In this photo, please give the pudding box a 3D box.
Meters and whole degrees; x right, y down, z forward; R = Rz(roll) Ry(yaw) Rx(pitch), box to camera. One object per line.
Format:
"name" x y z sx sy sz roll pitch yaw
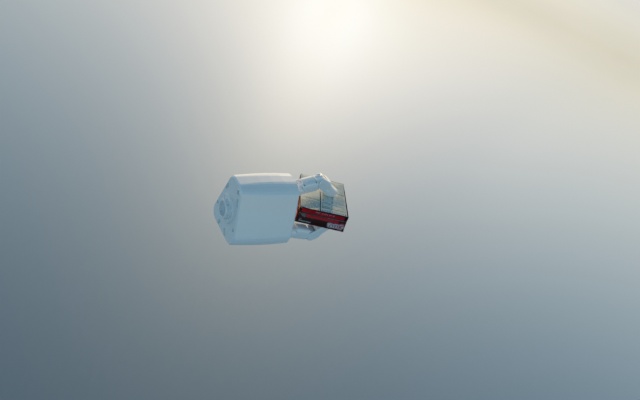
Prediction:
"pudding box" 0.000 0.003 0.858 0.090 0.039 0.113 14 34 -11
